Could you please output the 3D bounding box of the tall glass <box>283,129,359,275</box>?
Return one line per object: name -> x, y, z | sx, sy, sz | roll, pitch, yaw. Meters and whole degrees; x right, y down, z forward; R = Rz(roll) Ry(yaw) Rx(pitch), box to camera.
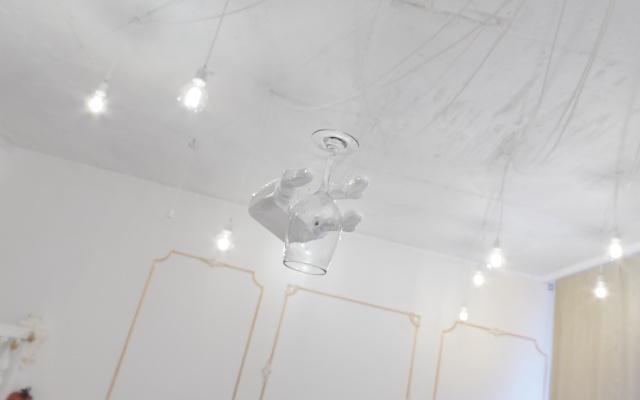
tall glass -> 0.000, 0.002, 0.685 | 0.079, 0.201, 0.079 | 12, -21, 5
